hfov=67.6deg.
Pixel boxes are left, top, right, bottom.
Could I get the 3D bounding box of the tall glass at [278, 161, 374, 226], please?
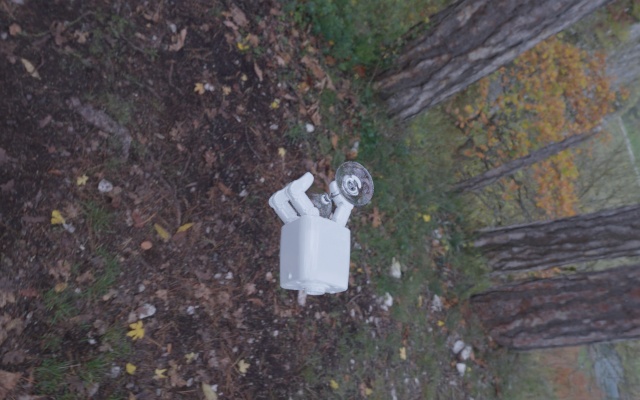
[{"bbox_3d":[0.001,0.002,0.827,0.079,0.079,0.201,0,-17,-35],"label":"tall glass"}]
